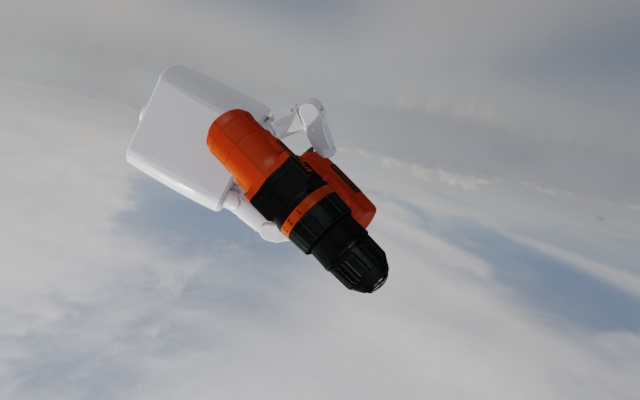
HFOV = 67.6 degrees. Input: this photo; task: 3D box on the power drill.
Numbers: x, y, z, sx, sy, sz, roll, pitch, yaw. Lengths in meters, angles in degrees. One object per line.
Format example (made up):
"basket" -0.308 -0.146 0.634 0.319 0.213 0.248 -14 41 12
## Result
"power drill" 0.000 0.001 0.437 0.057 0.184 0.187 -45 -12 8
